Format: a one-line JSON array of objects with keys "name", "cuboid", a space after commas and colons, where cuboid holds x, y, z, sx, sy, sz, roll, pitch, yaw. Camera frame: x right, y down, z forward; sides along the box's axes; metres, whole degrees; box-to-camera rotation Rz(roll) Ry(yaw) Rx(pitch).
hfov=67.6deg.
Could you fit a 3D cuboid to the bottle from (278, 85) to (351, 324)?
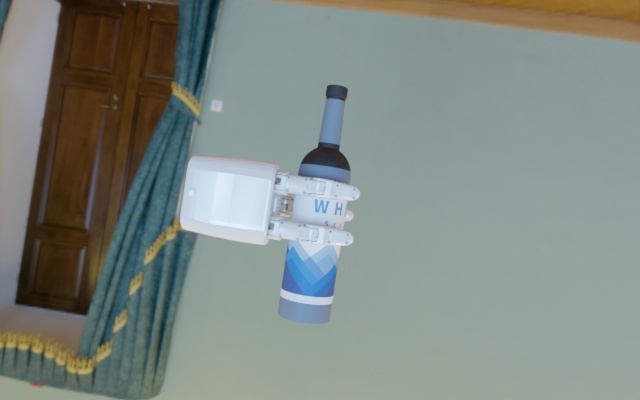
[{"name": "bottle", "cuboid": [0.000, 0.002, 0.605, 0.069, 0.295, 0.069, 8, -1, 0]}]
